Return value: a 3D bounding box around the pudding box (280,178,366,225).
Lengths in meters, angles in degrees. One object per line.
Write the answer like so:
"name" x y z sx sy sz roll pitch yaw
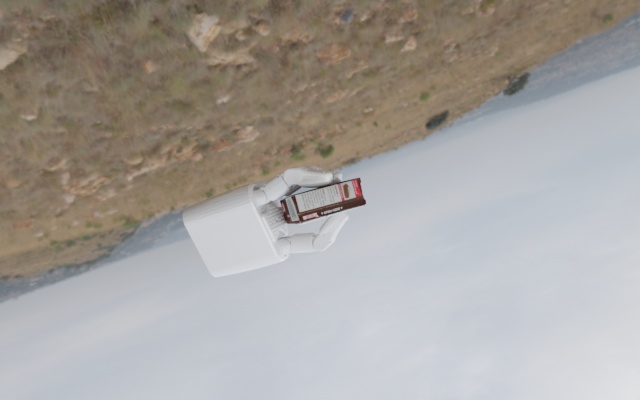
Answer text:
"pudding box" 0.000 0.002 0.622 0.090 0.039 0.113 -16 2 -12
